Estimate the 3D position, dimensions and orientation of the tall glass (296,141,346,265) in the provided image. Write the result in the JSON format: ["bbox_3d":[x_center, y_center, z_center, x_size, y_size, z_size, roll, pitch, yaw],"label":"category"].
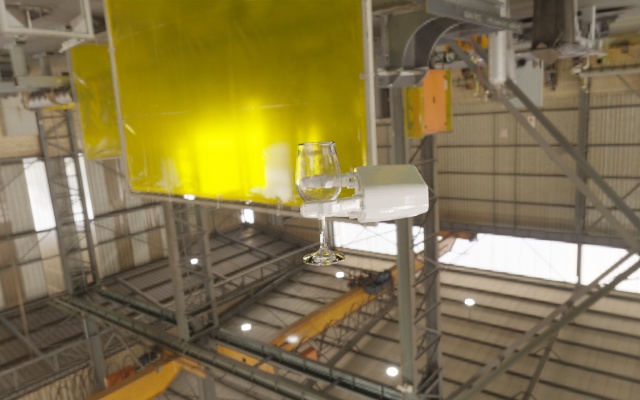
[{"bbox_3d":[0.000,0.003,0.807,0.079,0.201,0.079,-4,11,1],"label":"tall glass"}]
